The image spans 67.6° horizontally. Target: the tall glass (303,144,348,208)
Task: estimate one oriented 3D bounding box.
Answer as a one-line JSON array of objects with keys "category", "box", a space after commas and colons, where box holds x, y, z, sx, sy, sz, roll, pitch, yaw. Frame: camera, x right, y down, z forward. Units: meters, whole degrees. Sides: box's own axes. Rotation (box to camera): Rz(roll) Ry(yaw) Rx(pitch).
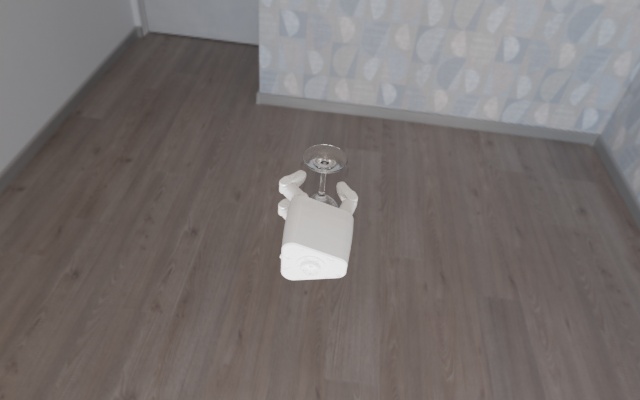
[{"category": "tall glass", "box": [0.000, 0.002, 0.851, 0.079, 0.201, 0.079, 3, 44, -3]}]
